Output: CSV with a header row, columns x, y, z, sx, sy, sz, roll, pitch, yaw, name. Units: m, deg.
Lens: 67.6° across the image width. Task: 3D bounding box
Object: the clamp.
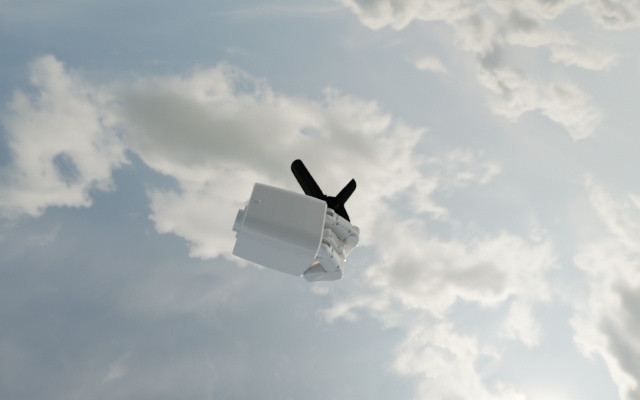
x,y,z,sx,sy,sz,roll,pitch,yaw,name
0.000,0.003,0.755,0.120,0.039,0.171,19,39,-10,clamp
